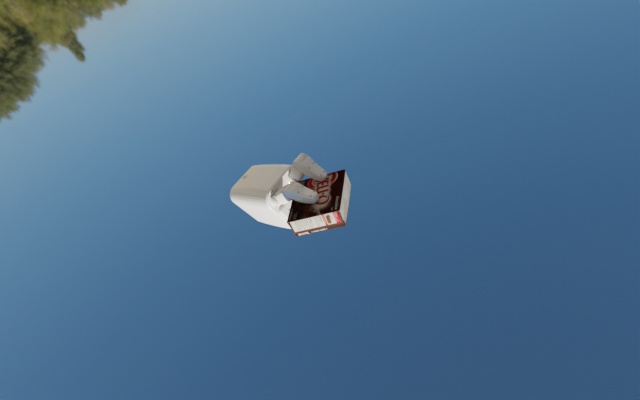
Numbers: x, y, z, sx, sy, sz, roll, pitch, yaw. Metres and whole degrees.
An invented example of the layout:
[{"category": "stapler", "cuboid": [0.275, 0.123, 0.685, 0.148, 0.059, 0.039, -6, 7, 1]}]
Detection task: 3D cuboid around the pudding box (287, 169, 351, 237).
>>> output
[{"category": "pudding box", "cuboid": [0.000, 0.003, 0.781, 0.090, 0.039, 0.113, -14, 37, 19]}]
